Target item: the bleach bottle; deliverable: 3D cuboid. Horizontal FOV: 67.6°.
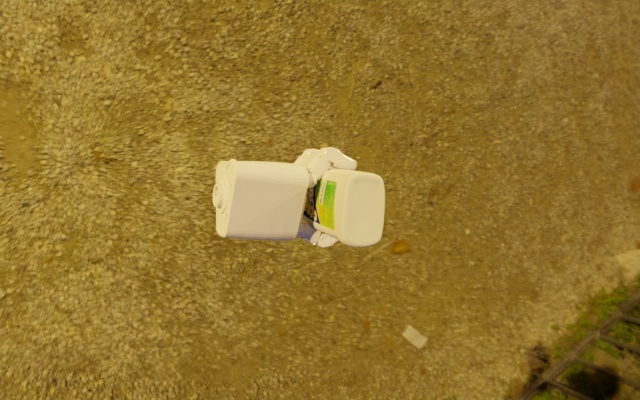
[{"bbox_3d":[0.000,0.002,0.730,0.068,0.102,0.251,3,2,-28],"label":"bleach bottle"}]
